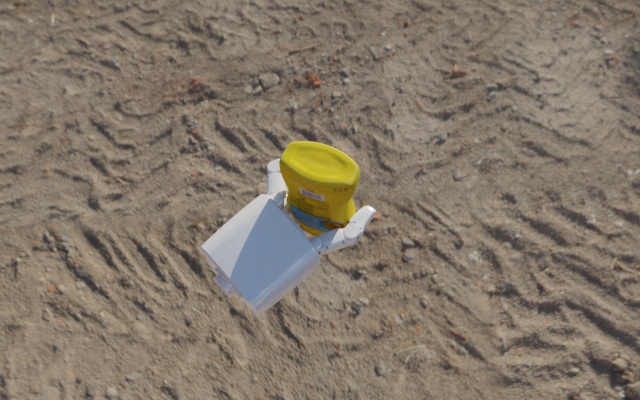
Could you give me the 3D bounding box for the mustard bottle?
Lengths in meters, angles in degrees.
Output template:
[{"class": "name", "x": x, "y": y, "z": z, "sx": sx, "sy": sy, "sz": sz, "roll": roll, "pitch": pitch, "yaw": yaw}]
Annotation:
[{"class": "mustard bottle", "x": 0.000, "y": 0.002, "z": 0.641, "sx": 0.096, "sy": 0.058, "sz": 0.192, "roll": 19, "pitch": -28, "yaw": 11}]
